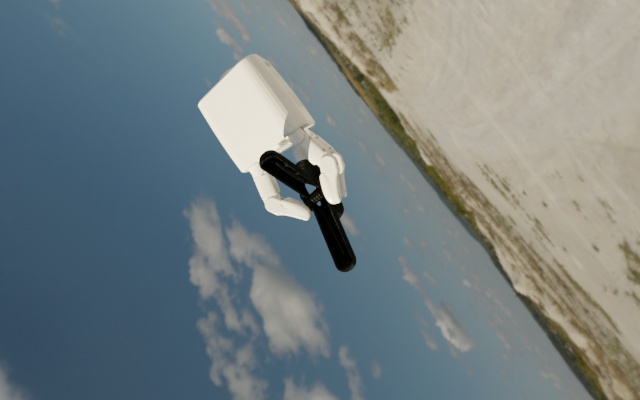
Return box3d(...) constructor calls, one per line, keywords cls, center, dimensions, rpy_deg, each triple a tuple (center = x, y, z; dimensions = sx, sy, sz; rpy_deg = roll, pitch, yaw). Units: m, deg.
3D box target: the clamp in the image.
box3d(cls="clamp", center=(-0.001, 0.002, 0.619), dimensions=(0.036, 0.164, 0.210), rpy_deg=(-34, 1, 12))
